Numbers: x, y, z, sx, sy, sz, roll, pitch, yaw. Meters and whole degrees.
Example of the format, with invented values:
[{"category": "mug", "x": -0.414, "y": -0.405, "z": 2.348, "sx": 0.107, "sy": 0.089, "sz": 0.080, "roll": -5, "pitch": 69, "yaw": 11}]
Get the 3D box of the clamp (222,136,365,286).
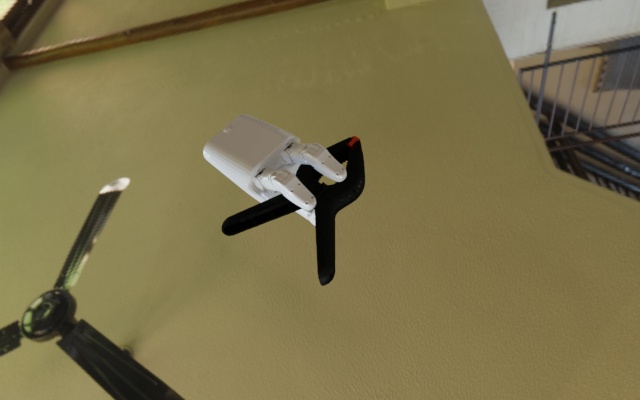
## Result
[{"category": "clamp", "x": 0.000, "y": 0.002, "z": 0.599, "sx": 0.164, "sy": 0.210, "sz": 0.036, "roll": 30, "pitch": -26, "yaw": 31}]
